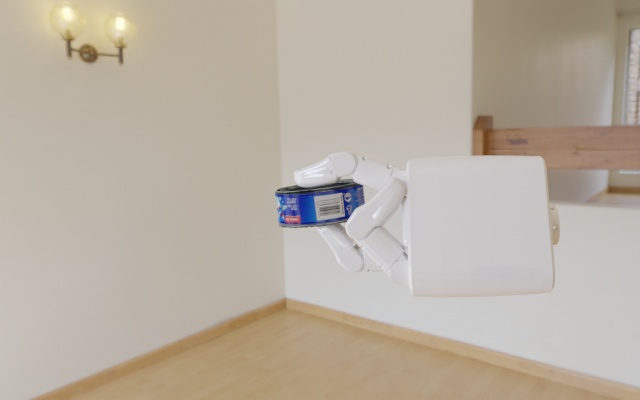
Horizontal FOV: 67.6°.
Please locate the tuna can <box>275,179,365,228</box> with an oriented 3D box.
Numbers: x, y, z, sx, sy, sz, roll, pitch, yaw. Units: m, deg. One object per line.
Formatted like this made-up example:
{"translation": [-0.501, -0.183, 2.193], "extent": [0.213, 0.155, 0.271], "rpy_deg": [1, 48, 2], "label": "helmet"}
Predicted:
{"translation": [0.000, 0.001, 0.455], "extent": [0.086, 0.034, 0.086], "rpy_deg": [-7, 7, 1], "label": "tuna can"}
